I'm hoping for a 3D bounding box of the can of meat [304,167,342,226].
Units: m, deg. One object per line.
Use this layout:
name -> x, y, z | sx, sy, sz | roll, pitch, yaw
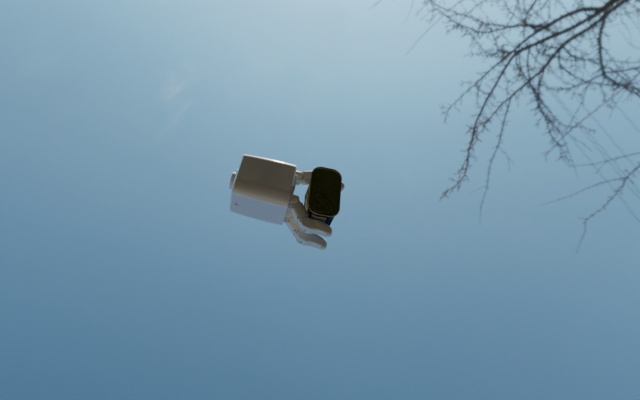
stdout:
can of meat -> 0.000, 0.003, 0.892 | 0.057, 0.102, 0.084 | 10, -32, -9
